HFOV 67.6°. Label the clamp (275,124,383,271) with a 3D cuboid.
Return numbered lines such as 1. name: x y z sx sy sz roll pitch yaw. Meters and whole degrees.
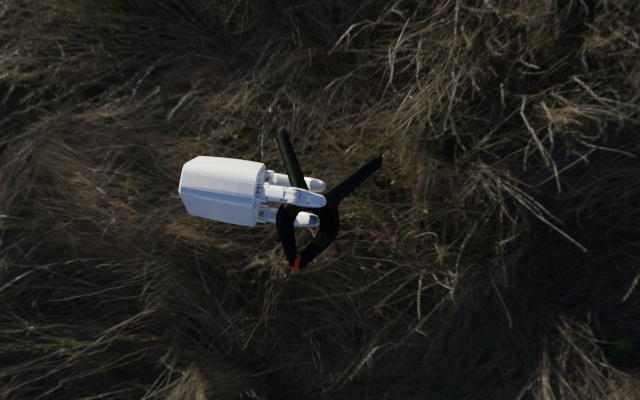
1. clamp: 0.000 0.003 0.705 0.164 0.210 0.036 9 -3 -4
